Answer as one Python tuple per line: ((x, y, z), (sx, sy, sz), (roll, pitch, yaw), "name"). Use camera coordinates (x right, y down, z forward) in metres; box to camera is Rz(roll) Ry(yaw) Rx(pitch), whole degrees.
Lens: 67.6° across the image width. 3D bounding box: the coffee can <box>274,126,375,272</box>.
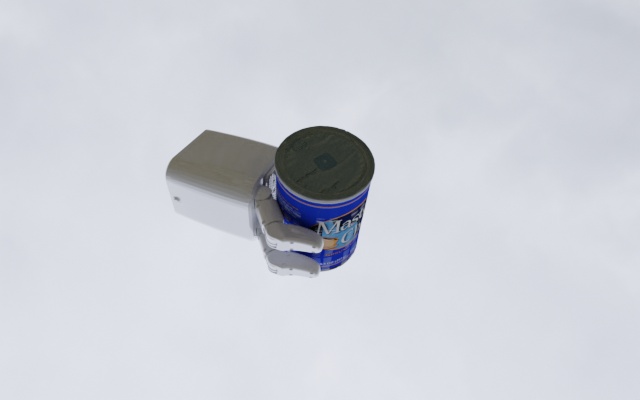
((0.000, 0.002, 0.539), (0.103, 0.102, 0.140), (0, -38, -5), "coffee can")
